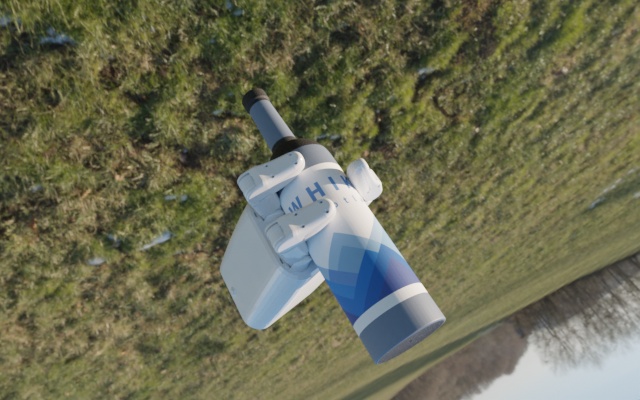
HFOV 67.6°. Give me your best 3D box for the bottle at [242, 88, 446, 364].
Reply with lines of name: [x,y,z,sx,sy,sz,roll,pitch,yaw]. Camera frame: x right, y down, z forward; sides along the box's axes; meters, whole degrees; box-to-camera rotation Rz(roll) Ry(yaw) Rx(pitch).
bottle: [0.000,0.002,0.442,0.069,0.295,0.069,-26,-27,-14]
